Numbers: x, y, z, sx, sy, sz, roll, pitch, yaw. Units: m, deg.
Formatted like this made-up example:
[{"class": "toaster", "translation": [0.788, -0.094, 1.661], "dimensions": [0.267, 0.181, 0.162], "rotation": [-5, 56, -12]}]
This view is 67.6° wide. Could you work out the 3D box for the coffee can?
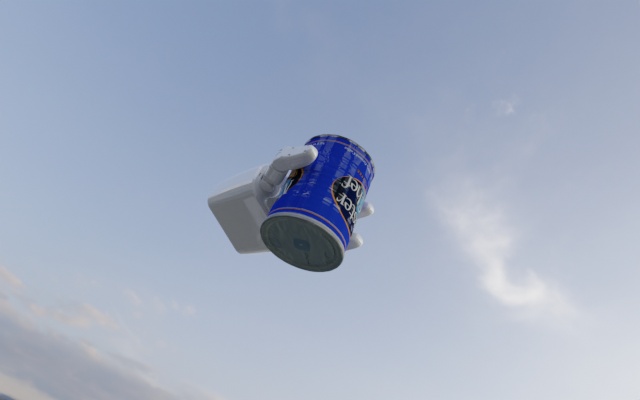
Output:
[{"class": "coffee can", "translation": [0.000, 0.002, 0.590], "dimensions": [0.103, 0.140, 0.103], "rotation": [15, -38, 12]}]
